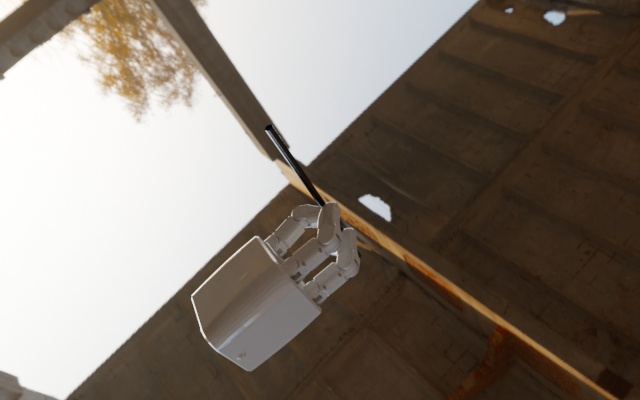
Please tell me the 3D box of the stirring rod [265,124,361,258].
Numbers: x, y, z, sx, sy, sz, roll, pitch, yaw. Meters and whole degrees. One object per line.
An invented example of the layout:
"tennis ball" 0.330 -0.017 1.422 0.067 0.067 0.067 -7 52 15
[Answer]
"stirring rod" 0.000 0.002 0.532 0.011 0.011 0.240 0 -36 30
